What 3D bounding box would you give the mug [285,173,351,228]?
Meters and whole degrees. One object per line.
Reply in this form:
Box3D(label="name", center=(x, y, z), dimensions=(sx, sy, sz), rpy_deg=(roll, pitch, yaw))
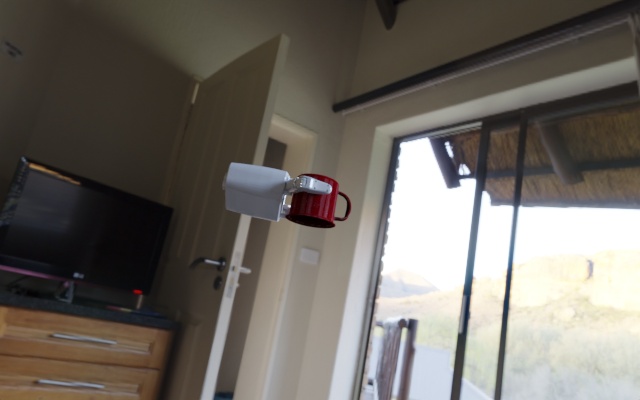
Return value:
Box3D(label="mug", center=(0.002, 0.003, 0.879), dimensions=(0.117, 0.081, 0.093), rpy_deg=(12, -15, -5))
